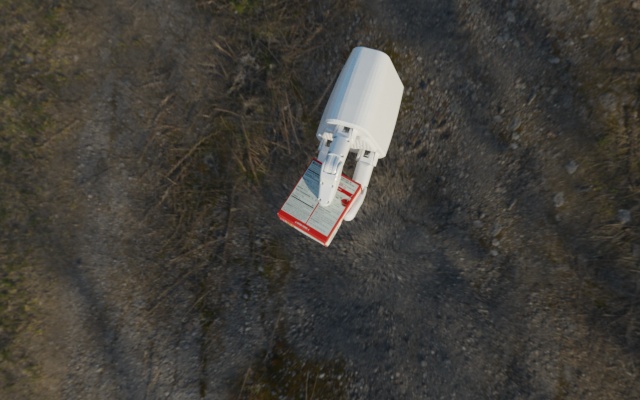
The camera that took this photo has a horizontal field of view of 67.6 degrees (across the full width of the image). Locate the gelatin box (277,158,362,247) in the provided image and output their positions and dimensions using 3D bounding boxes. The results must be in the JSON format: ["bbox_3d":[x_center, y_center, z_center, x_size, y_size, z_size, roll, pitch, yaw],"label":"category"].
[{"bbox_3d":[0.000,0.002,0.604,0.073,0.089,0.030,30,-11,12],"label":"gelatin box"}]
